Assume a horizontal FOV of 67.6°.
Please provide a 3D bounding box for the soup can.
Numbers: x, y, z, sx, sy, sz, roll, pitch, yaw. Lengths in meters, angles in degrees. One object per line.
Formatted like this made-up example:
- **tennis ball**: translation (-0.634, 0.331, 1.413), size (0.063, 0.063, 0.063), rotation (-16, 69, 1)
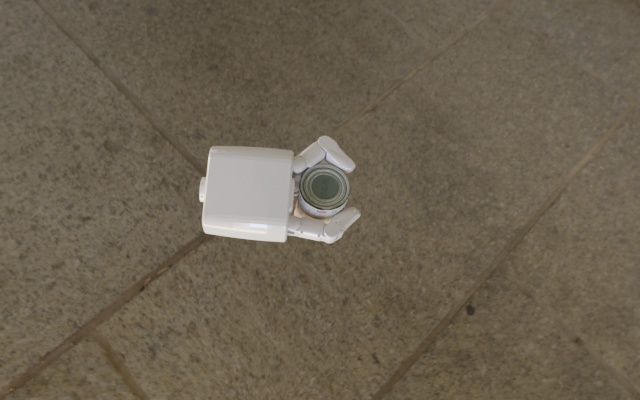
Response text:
- **soup can**: translation (0.001, 0.002, 0.649), size (0.068, 0.068, 0.102), rotation (0, -25, -7)
